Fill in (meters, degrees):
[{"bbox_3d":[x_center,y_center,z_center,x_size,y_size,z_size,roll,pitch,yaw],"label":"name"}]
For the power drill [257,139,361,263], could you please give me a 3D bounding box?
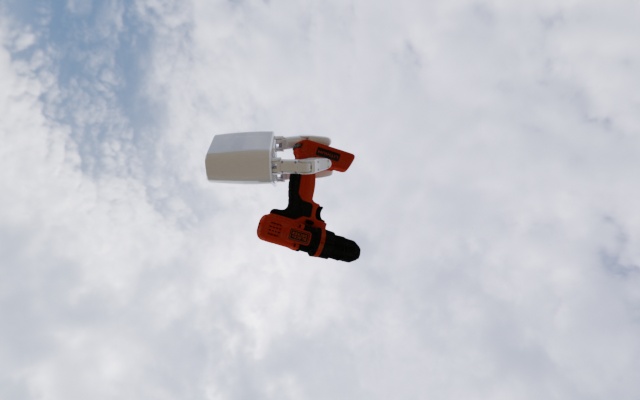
[{"bbox_3d":[0.000,0.002,0.816,0.184,0.187,0.057,17,-9,-16],"label":"power drill"}]
